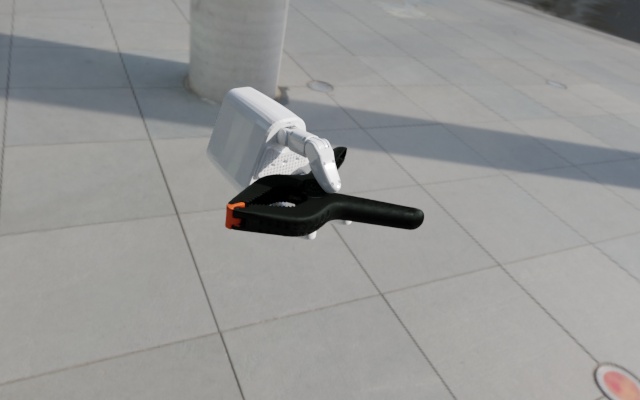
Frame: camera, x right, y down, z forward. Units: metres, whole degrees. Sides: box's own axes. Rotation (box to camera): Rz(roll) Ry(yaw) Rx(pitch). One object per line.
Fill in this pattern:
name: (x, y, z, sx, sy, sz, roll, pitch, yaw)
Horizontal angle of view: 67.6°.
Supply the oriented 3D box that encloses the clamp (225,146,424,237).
clamp: (0.000, 0.001, 0.523, 0.210, 0.036, 0.164, -18, 42, -37)
